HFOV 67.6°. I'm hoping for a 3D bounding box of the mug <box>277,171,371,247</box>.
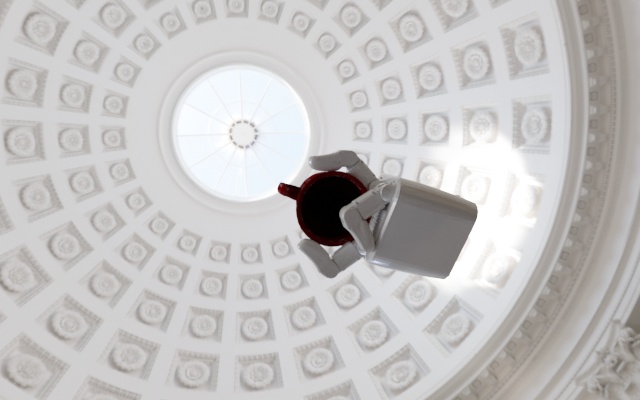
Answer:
[{"bbox_3d":[-0.001,0.002,0.612,0.117,0.093,0.081,17,5,-9],"label":"mug"}]
